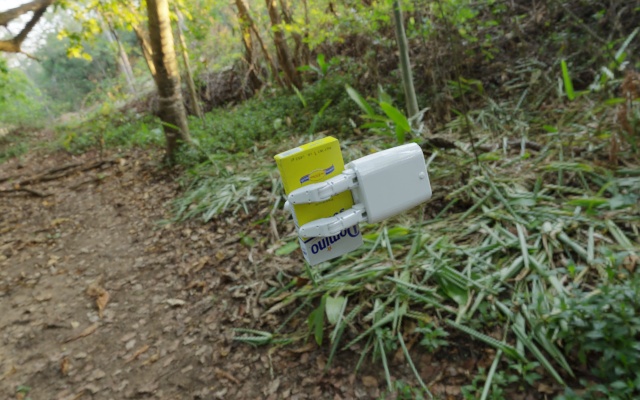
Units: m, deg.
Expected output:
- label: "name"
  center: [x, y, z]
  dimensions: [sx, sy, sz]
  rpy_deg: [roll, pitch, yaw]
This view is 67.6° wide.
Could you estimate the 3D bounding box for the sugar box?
- label: "sugar box"
  center: [0.000, 0.002, 0.720]
  dimensions: [0.093, 0.176, 0.048]
  rpy_deg: [-20, 17, -12]
